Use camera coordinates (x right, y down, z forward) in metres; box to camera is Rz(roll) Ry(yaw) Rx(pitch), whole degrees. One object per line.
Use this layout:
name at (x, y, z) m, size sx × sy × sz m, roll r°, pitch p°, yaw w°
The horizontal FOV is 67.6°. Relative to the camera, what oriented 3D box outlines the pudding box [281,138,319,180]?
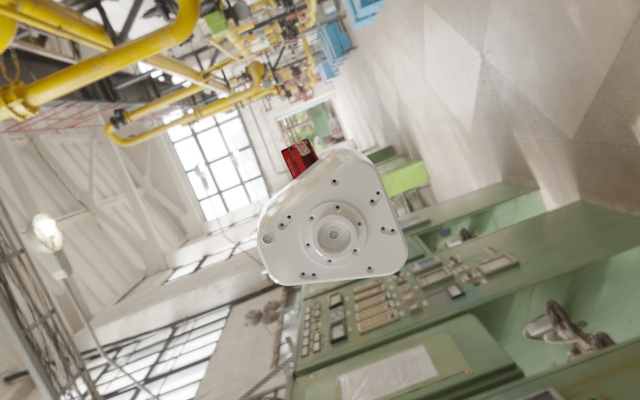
pudding box at (0.000, 0.002, 0.517) m, size 0.039 × 0.114 × 0.090 m, roll -23°, pitch 38°, yaw -1°
